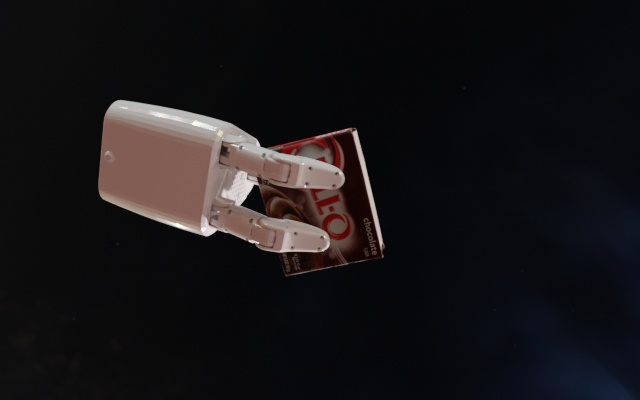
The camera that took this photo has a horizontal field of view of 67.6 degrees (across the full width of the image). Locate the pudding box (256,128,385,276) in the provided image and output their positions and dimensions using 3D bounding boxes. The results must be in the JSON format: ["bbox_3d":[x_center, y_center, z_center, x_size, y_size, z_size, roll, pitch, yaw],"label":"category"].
[{"bbox_3d":[0.000,0.001,0.417,0.090,0.113,0.039,-13,11,15],"label":"pudding box"}]
